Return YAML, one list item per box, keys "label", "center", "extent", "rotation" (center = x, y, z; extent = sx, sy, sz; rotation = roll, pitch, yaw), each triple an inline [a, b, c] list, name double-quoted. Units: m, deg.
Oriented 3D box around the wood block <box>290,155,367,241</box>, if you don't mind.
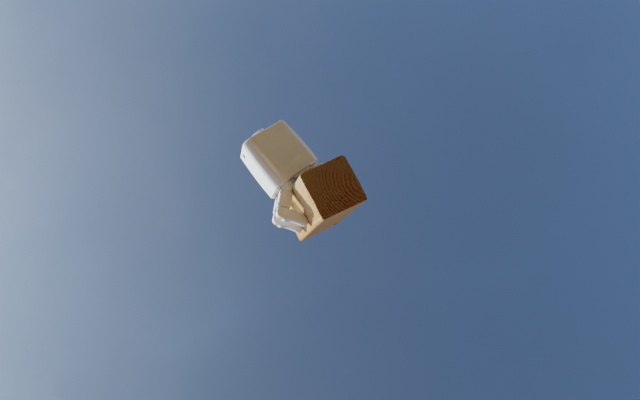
- label: "wood block"
  center: [0.000, 0.002, 0.896]
  extent: [0.091, 0.090, 0.206]
  rotation: [-26, -7, -18]
